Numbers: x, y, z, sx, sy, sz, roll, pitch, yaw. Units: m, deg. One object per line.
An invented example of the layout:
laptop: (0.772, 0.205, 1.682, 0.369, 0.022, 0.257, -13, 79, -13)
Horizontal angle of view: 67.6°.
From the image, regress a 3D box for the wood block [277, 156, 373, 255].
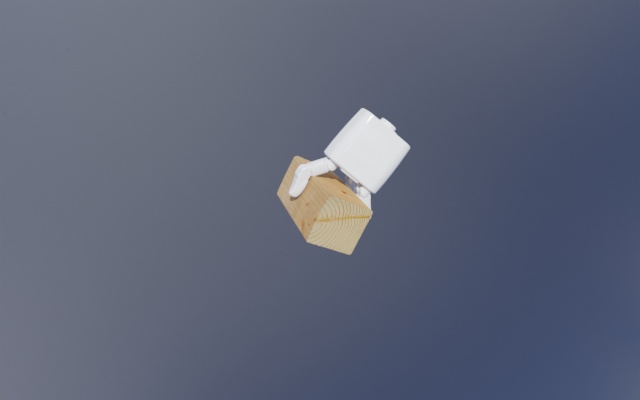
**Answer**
wood block: (0.000, 0.002, 0.874, 0.091, 0.090, 0.206, 20, 15, -26)
